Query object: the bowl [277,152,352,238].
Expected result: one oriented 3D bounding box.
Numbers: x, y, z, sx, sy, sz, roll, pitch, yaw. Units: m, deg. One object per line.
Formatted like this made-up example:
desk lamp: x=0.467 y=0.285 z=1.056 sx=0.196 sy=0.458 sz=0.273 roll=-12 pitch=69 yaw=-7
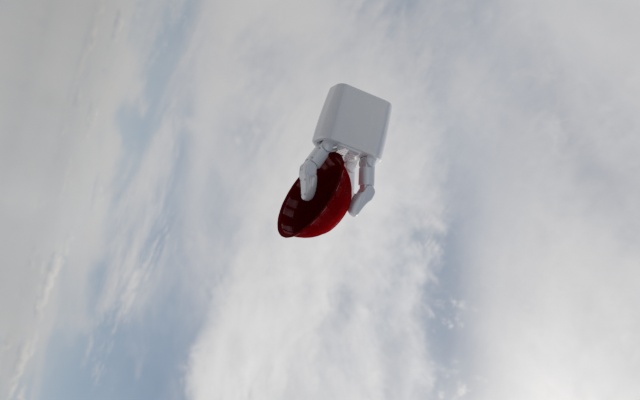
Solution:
bowl: x=0.000 y=0.004 z=0.775 sx=0.055 sy=0.162 sz=0.162 roll=35 pitch=-17 yaw=-25
